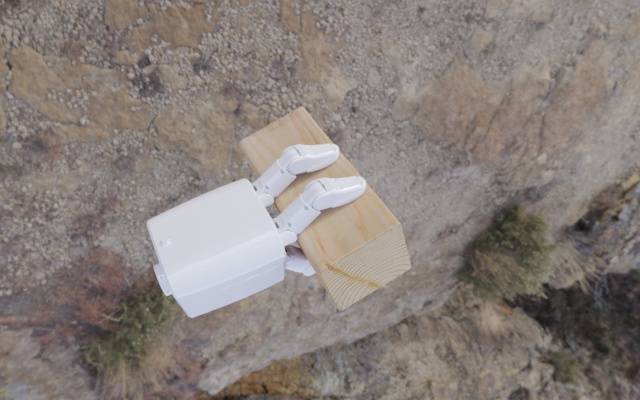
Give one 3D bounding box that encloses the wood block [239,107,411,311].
[{"bbox_3d":[0.000,0.002,0.524,0.090,0.206,0.091,-31,-38,-6],"label":"wood block"}]
